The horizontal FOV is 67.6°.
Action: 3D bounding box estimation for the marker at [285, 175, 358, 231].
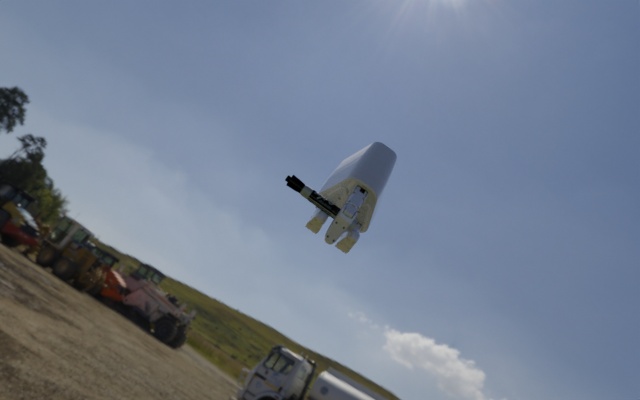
[{"bbox_3d":[0.000,0.002,0.690,0.121,0.020,0.020,36,-2,-2],"label":"marker"}]
